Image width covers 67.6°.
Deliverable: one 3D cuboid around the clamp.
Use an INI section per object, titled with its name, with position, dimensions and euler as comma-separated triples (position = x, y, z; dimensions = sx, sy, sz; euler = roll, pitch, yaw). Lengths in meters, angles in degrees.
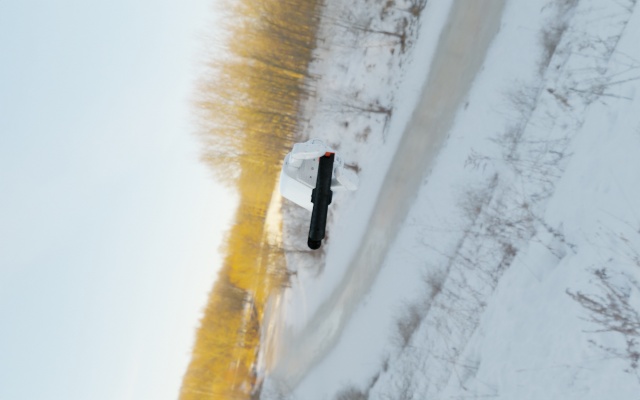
[clamp]
position = 0.000, 0.002, 0.817
dimensions = 0.039, 0.171, 0.120
euler = 13, -23, -6
